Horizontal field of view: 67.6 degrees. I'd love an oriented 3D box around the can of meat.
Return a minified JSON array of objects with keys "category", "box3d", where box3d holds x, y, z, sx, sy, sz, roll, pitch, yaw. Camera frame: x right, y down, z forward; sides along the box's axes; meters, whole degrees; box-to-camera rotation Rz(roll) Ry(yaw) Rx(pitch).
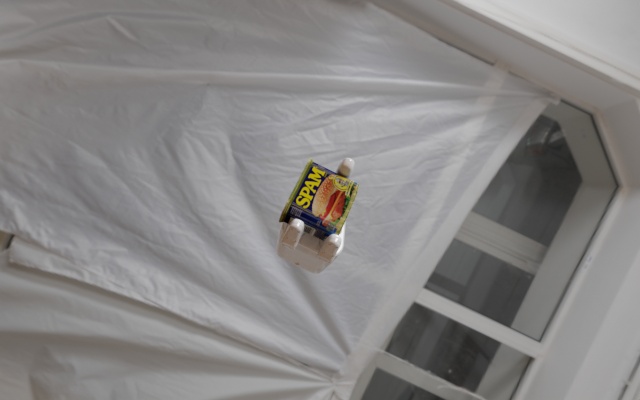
[{"category":"can of meat","box3d":[0.000,0.002,0.683,0.084,0.102,0.057,26,-31,-1]}]
